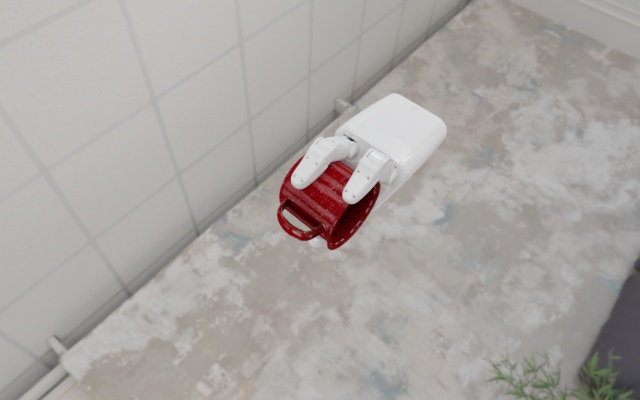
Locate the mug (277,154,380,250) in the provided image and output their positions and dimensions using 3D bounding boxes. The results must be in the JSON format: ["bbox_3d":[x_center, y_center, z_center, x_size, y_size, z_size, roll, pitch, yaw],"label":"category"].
[{"bbox_3d":[-0.001,0.002,0.534,0.081,0.093,0.117,36,53,20],"label":"mug"}]
